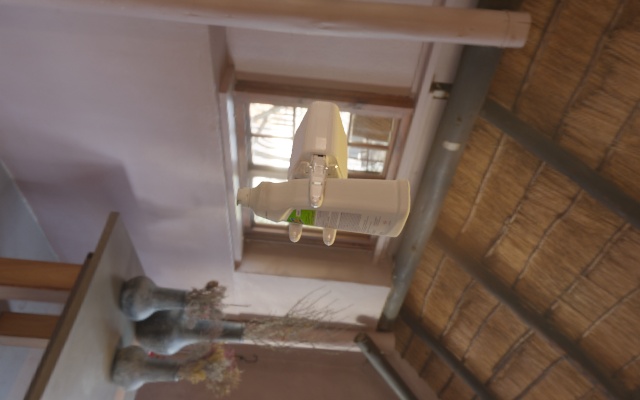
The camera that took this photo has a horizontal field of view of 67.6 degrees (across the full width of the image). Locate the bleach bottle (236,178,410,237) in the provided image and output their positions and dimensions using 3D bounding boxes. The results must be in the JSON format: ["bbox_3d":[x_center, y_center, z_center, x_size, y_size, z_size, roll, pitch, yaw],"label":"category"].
[{"bbox_3d":[0.000,0.002,0.719,0.251,0.068,0.103,6,-31,-1],"label":"bleach bottle"}]
